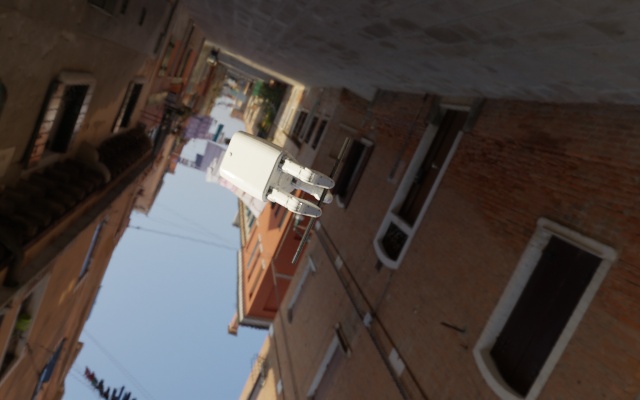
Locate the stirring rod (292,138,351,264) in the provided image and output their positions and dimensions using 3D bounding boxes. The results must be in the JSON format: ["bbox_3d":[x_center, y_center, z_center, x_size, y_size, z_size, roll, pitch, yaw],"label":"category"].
[{"bbox_3d":[0.000,0.003,0.831,0.011,0.239,0.011,23,9,-4],"label":"stirring rod"}]
